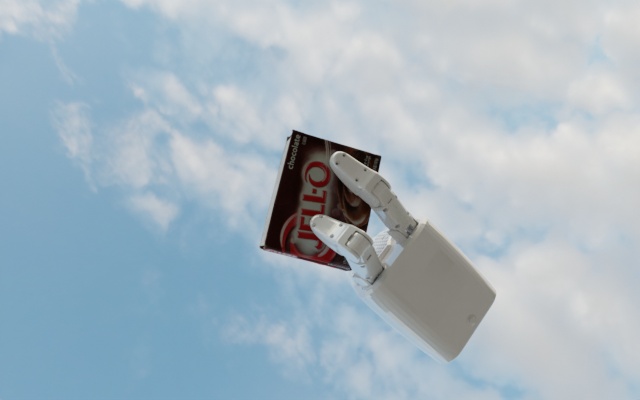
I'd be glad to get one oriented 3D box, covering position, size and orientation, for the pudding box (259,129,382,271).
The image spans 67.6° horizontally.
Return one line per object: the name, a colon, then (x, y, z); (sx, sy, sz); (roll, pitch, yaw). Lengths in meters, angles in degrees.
pudding box: (0.000, 0.001, 0.446); (0.090, 0.113, 0.039); (15, -12, -15)
